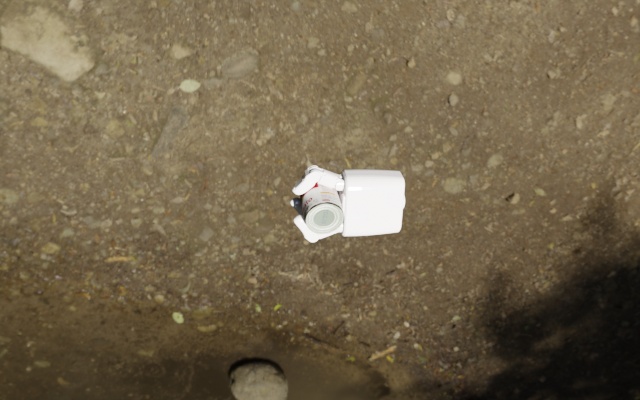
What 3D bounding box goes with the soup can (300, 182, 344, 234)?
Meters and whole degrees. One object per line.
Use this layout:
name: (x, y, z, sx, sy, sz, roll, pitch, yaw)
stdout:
soup can: (0.000, 0.003, 0.833, 0.068, 0.068, 0.102, 0, 35, -10)
